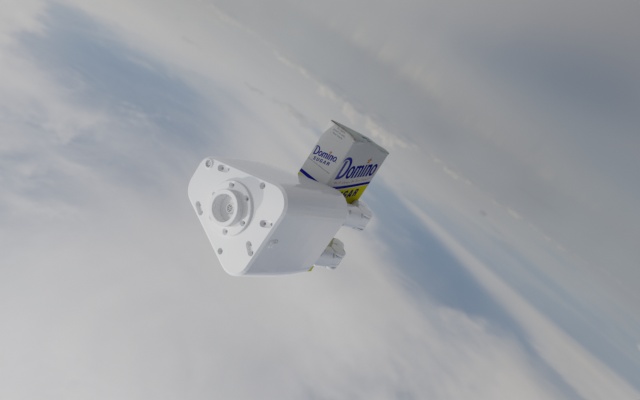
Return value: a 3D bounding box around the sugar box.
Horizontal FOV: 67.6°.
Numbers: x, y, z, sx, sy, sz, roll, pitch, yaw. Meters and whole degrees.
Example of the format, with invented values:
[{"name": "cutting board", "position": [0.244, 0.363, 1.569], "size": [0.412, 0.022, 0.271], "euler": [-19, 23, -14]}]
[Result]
[{"name": "sugar box", "position": [0.000, 0.002, 0.543], "size": [0.048, 0.176, 0.093], "euler": [42, 16, 26]}]
